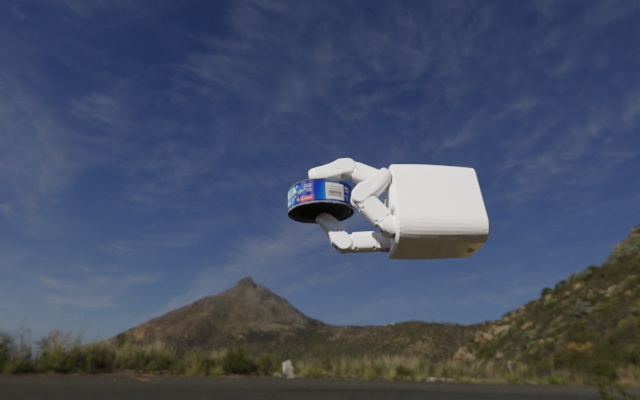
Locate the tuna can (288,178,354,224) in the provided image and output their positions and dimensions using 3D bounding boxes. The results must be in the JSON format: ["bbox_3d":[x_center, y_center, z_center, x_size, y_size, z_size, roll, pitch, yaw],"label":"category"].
[{"bbox_3d":[0.000,0.001,0.620,0.086,0.033,0.086,-2,-20,-1],"label":"tuna can"}]
